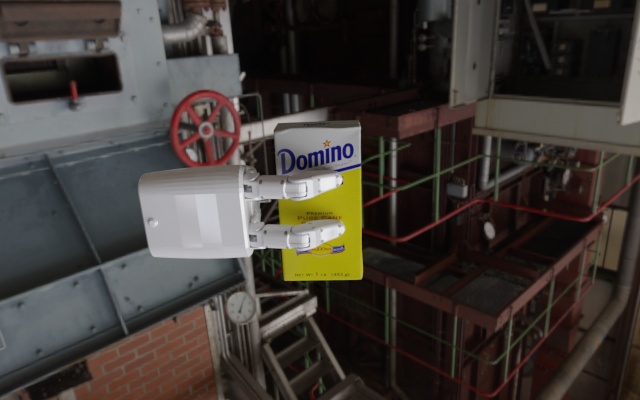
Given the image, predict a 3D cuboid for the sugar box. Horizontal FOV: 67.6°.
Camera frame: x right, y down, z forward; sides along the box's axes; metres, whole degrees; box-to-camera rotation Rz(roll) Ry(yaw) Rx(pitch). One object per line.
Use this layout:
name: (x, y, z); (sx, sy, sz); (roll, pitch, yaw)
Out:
sugar box: (0.000, 0.002, 0.533); (0.093, 0.176, 0.048); (-2, 20, 3)
